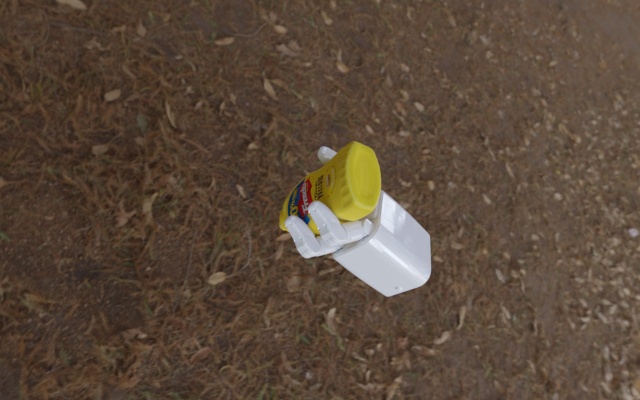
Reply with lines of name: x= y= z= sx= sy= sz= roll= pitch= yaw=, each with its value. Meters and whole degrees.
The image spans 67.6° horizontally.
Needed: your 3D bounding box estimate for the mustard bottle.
mustard bottle: x=0.000 y=0.002 z=0.653 sx=0.058 sy=0.096 sz=0.192 roll=18 pitch=-32 yaw=-31
